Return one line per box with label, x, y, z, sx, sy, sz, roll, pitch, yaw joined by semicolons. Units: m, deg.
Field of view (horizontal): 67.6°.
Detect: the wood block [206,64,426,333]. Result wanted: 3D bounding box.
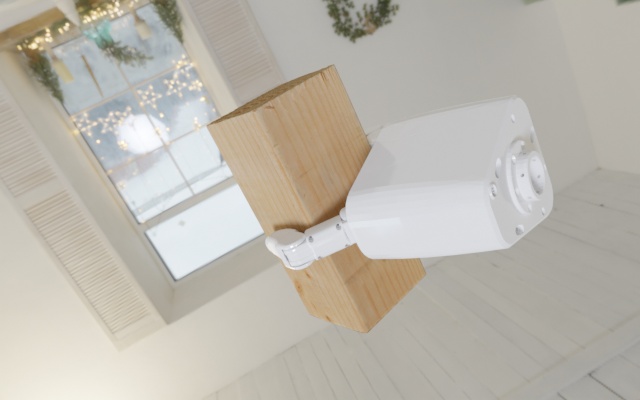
wood block;0.000;0.002;0.423;0.090;0.206;0.090;-36;20;-29
